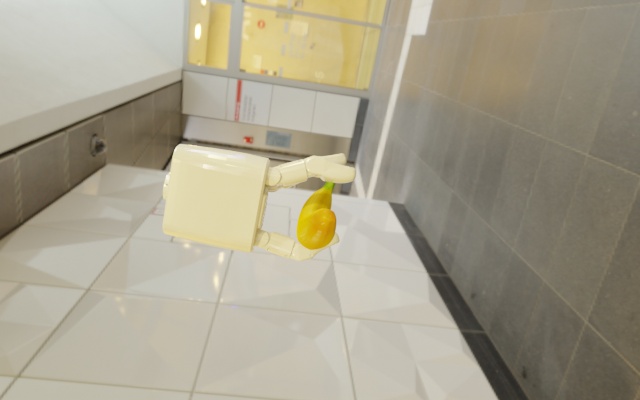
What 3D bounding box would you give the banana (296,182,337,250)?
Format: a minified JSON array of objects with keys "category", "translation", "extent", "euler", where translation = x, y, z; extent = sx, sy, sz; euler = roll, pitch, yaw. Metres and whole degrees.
[{"category":"banana","translation":[-0.005,0.018,0.525],"extent":[0.037,0.070,0.197],"euler":[15,14,-3]}]
